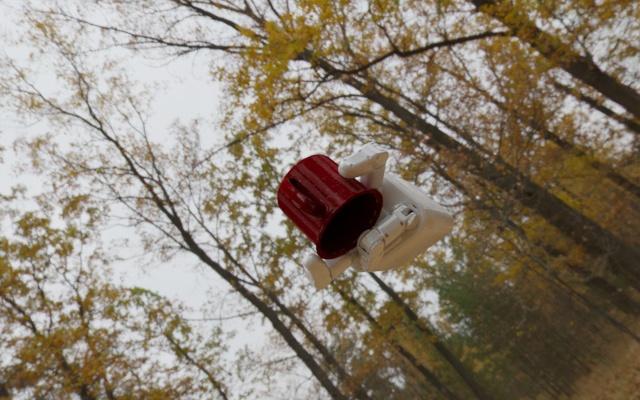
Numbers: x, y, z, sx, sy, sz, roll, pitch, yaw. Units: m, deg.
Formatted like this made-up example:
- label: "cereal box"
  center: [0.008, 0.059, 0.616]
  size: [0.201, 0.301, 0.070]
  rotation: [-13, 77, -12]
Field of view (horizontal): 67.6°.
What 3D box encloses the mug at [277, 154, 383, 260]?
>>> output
- label: "mug"
  center: [-0.001, 0.001, 0.509]
  size: [0.081, 0.093, 0.117]
  rotation: [43, 17, 31]
